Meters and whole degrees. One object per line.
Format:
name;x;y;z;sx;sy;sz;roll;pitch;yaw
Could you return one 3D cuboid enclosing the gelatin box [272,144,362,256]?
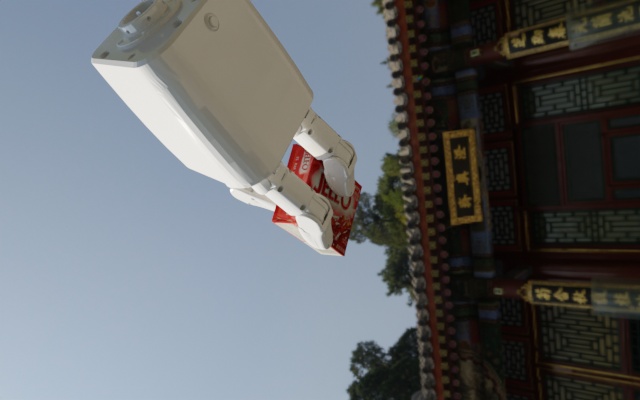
gelatin box;0.000;0.002;0.427;0.030;0.073;0.089;3;-22;33
